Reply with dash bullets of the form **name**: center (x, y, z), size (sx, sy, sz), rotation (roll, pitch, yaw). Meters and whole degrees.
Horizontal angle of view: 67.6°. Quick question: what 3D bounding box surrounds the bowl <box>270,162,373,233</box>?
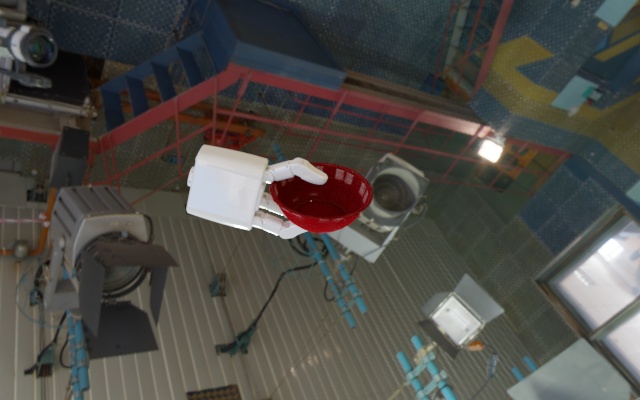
- **bowl**: center (0.001, 0.003, 0.755), size (0.162, 0.055, 0.162), rotation (3, 34, -2)
